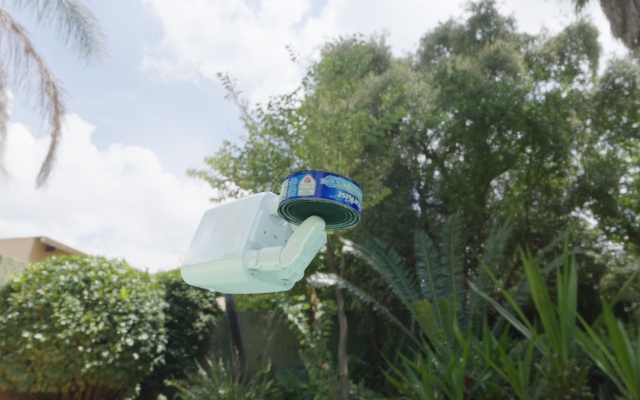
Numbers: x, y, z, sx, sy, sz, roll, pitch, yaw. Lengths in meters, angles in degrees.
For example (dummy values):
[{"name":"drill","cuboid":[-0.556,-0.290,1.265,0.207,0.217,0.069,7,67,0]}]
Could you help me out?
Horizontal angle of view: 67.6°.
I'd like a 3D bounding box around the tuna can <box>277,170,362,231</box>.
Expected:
[{"name":"tuna can","cuboid":[0.000,0.001,0.492,0.086,0.033,0.086,6,-22,3]}]
